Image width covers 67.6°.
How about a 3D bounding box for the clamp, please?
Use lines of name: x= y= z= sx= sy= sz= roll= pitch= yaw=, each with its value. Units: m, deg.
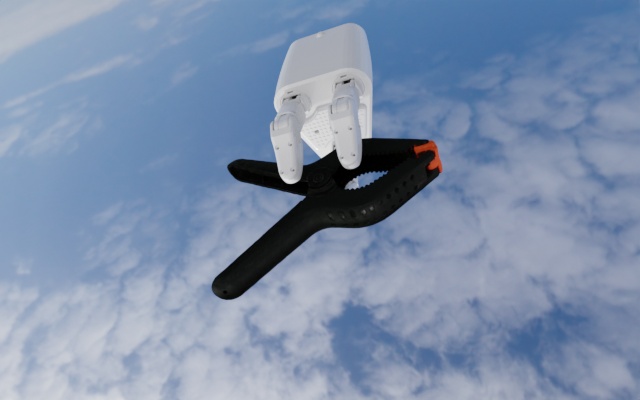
clamp: x=0.001 y=0.002 z=0.412 sx=0.210 sy=0.164 sz=0.036 roll=-13 pitch=-45 yaw=17
